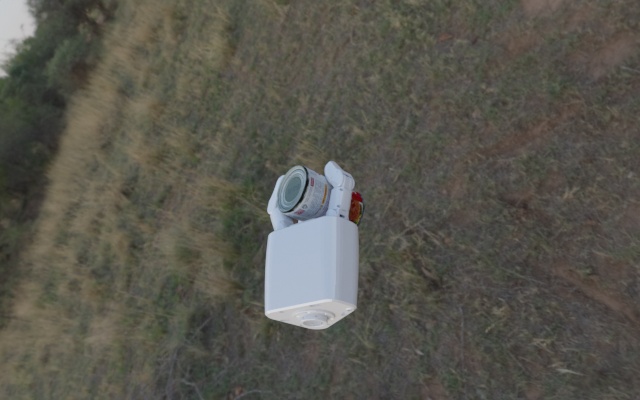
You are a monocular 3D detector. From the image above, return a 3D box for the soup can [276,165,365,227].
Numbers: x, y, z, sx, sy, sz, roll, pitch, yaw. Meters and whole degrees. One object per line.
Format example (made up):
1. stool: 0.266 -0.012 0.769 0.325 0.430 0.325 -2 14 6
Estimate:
1. soup can: 0.000 0.002 0.642 0.102 0.068 0.068 24 -14 -33
